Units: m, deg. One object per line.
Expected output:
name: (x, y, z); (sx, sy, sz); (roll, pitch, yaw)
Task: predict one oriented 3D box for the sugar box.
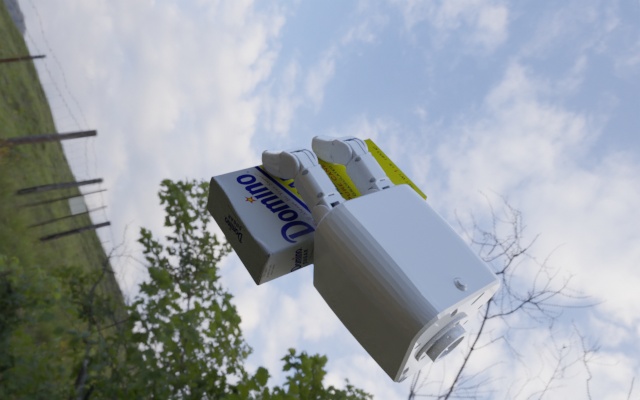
sugar box: (0.000, 0.001, 0.425); (0.176, 0.048, 0.093); (-16, 53, -36)
